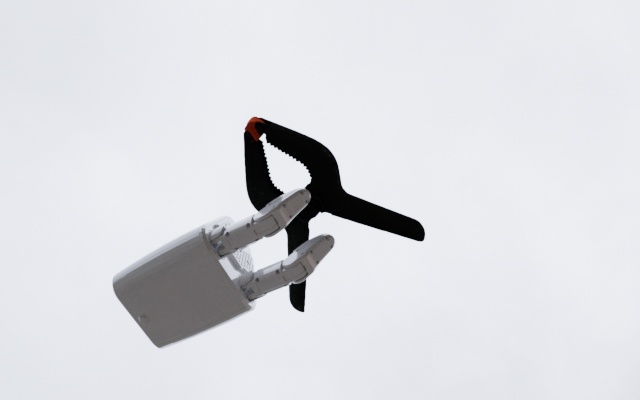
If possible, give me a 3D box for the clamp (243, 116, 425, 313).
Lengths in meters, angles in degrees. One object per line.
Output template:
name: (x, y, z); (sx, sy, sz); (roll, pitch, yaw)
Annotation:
clamp: (0.000, 0.001, 0.483); (0.164, 0.210, 0.036); (-26, 20, 6)
